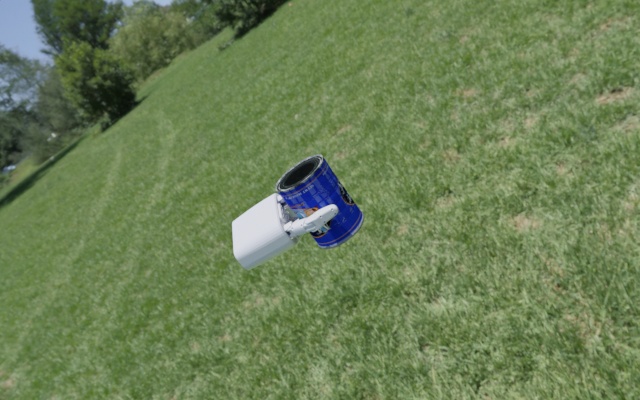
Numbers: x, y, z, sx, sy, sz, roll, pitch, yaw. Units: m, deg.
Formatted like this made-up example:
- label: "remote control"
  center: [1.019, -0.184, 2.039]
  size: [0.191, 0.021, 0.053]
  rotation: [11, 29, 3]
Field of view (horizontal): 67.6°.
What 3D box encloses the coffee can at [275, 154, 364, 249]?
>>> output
- label: "coffee can"
  center: [0.000, 0.003, 0.863]
  size: [0.103, 0.140, 0.102]
  rotation: [-30, 23, 14]
